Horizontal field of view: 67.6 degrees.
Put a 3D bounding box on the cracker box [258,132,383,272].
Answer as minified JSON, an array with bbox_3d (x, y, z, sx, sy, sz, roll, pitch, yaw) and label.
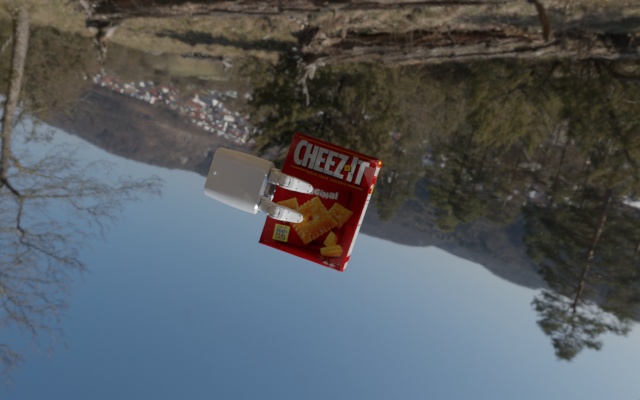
[{"bbox_3d":[0.000,0.003,0.869,0.164,0.214,0.072,19,4,9],"label":"cracker box"}]
